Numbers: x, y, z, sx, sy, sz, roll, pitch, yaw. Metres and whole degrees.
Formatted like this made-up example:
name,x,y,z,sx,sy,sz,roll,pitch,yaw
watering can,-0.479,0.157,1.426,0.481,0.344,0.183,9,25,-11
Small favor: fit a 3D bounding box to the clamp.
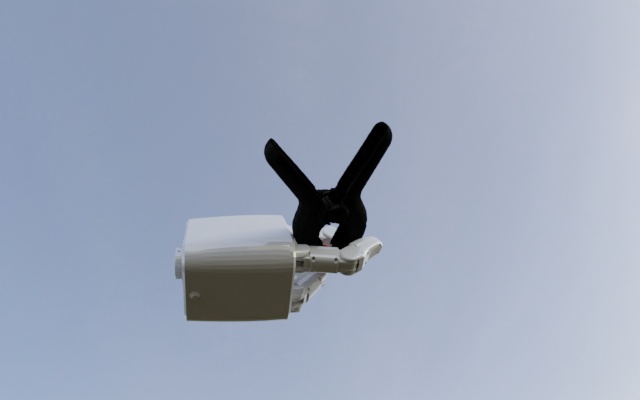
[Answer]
name,x,y,z,sx,sy,sz,roll,pitch,yaw
clamp,0.000,0.001,0.474,0.120,0.172,0.039,0,32,-13
